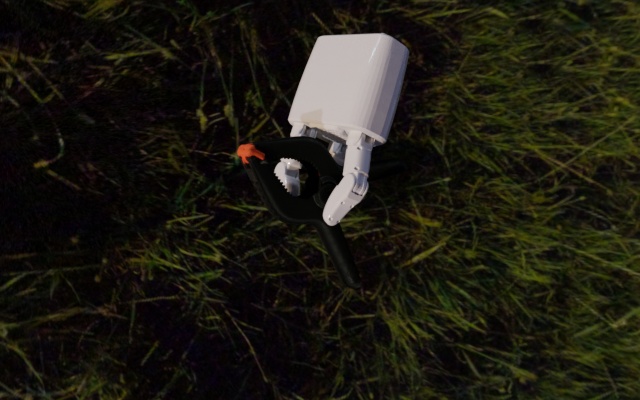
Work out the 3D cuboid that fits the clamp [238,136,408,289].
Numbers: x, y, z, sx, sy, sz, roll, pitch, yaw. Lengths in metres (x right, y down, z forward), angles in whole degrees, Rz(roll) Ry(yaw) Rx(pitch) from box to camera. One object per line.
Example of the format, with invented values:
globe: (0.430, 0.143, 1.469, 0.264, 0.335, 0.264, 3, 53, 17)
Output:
clamp: (0.000, 0.001, 0.519, 0.210, 0.164, 0.036, 21, -7, -34)
